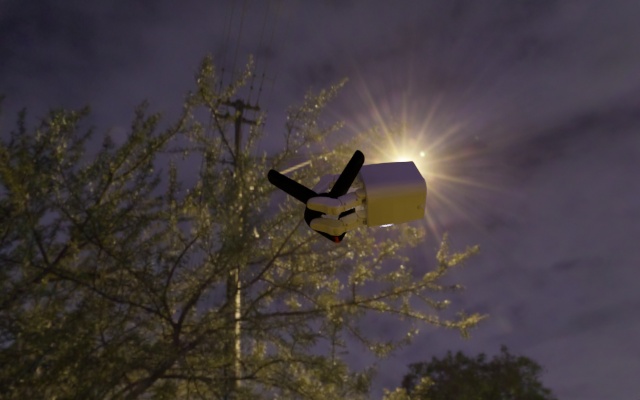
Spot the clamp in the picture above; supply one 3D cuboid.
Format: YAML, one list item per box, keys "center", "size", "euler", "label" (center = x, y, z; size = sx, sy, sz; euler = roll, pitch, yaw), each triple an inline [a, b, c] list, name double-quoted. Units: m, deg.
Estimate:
- center: [0.000, 0.003, 0.856]
  size: [0.164, 0.036, 0.210]
  euler: [-7, -44, 1]
  label: "clamp"
